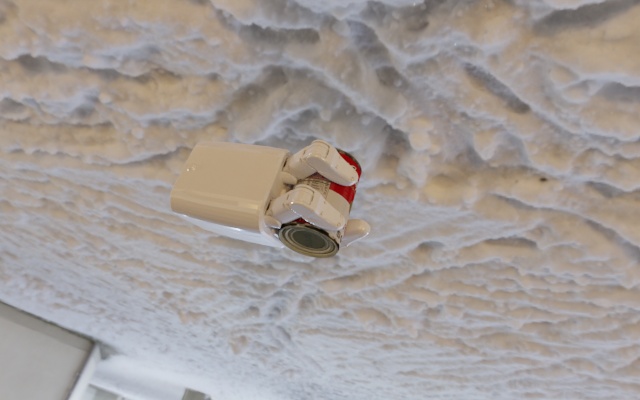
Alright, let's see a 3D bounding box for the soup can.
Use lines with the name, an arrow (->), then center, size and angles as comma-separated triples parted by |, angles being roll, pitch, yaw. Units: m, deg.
soup can -> 0.000, 0.002, 0.513 | 0.068, 0.102, 0.068 | 13, -31, 8
